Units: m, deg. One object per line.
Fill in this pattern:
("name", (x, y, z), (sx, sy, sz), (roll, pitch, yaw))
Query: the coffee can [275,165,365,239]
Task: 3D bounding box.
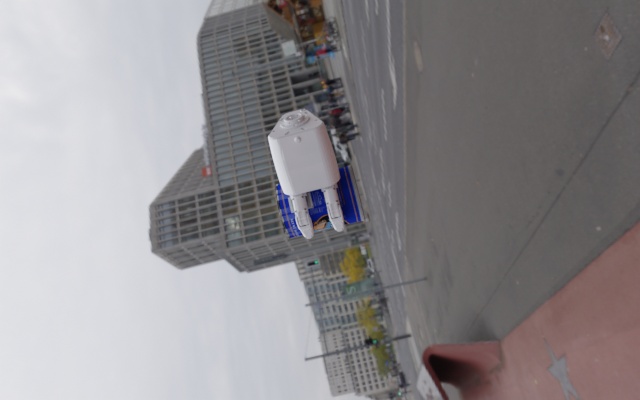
("coffee can", (0.000, 0.003, 0.860), (0.140, 0.103, 0.103), (-14, -1, 3))
